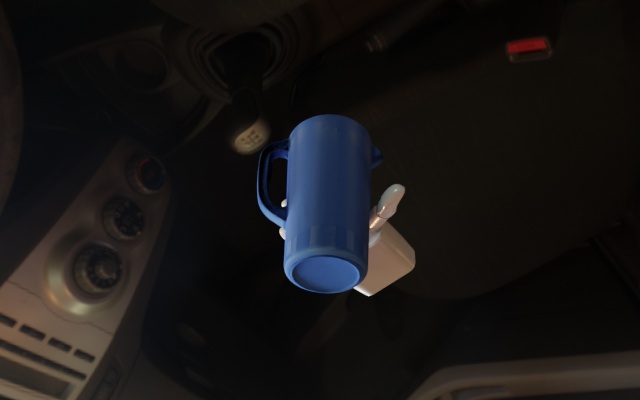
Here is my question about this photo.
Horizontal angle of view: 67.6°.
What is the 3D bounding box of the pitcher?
[{"bbox_3d":[0.000,0.002,0.681,0.149,0.242,0.145,-26,-48,30],"label":"pitcher"}]
